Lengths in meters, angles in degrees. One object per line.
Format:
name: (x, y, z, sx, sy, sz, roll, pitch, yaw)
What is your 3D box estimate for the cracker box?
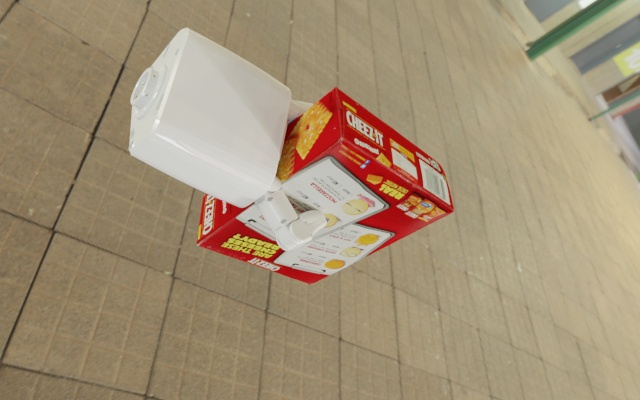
cracker box: (0.000, 0.002, 0.498, 0.164, 0.072, 0.214, 27, -44, -36)
